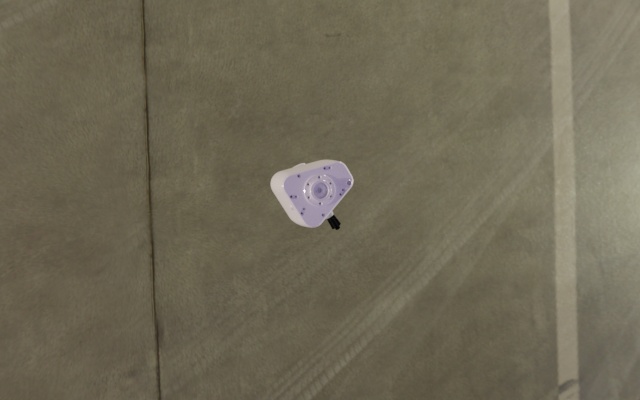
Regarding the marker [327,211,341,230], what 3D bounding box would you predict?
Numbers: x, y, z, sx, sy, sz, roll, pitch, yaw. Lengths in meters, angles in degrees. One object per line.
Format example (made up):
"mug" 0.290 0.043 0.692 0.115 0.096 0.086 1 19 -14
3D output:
"marker" 0.000 0.003 0.871 0.020 0.121 0.020 -32 10 6
